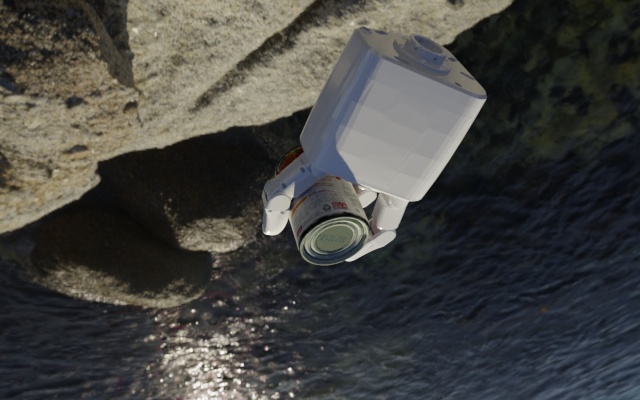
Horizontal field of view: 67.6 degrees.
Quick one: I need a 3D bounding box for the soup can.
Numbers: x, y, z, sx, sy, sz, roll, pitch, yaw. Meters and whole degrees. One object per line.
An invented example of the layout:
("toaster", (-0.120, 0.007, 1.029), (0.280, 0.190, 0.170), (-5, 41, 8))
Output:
("soup can", (0.000, 0.002, 0.454), (0.068, 0.068, 0.102), (0, 44, -22))
